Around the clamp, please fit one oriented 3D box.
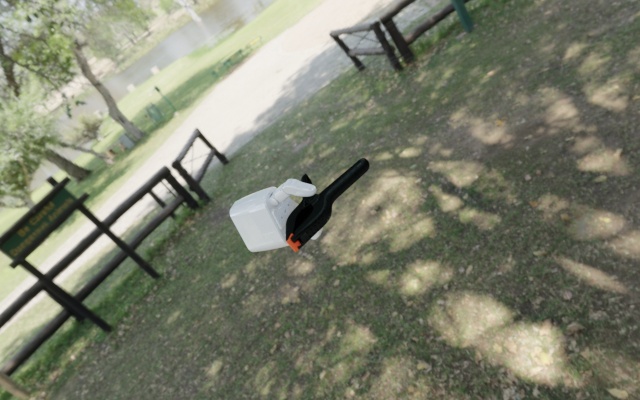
[{"bbox_3d":[-0.001,0.003,0.865,0.164,0.036,0.209,-18,33,36],"label":"clamp"}]
